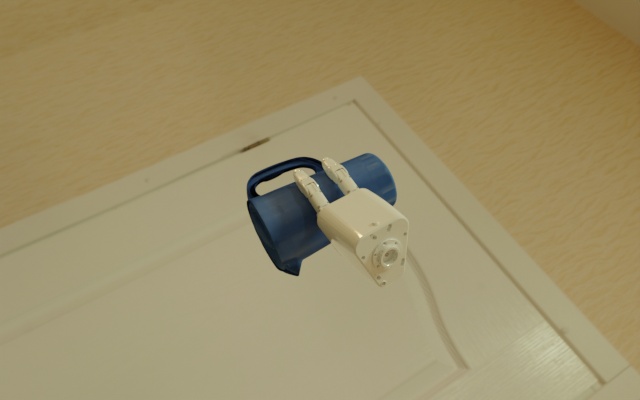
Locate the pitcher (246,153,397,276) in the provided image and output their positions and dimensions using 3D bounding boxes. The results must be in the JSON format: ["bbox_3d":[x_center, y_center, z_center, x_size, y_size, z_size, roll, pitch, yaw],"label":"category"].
[{"bbox_3d":[0.000,0.003,0.822,0.243,0.149,0.145,-26,31,-16],"label":"pitcher"}]
